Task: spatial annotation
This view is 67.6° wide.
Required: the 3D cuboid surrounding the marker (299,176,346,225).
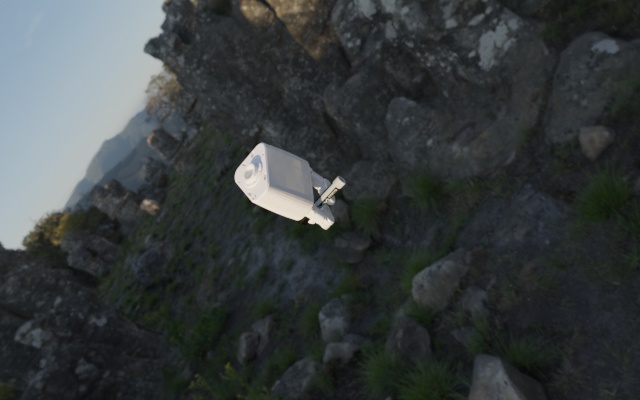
[{"bbox_3d":[0.000,0.003,0.881,0.121,0.020,0.020,-46,-22,22],"label":"marker"}]
